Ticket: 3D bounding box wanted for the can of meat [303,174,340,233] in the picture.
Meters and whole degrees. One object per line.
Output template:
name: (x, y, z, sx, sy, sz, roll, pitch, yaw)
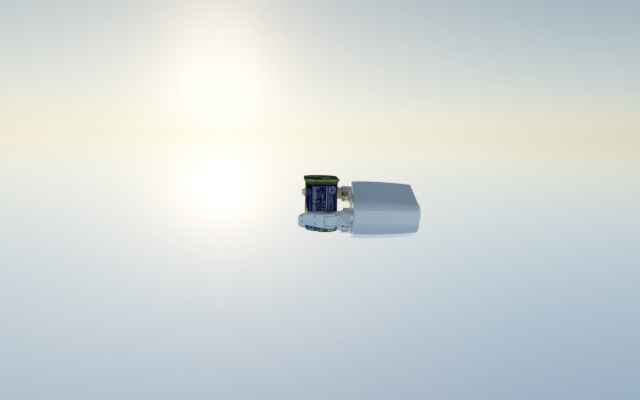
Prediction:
can of meat: (0.000, 0.003, 0.787, 0.057, 0.084, 0.102, 0, 8, -3)
